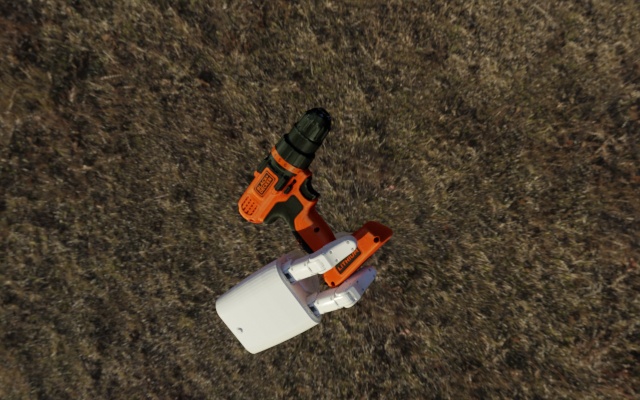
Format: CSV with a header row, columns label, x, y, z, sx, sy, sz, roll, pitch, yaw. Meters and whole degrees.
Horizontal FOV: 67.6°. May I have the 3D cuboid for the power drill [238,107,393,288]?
label,x,y,z,sx,sy,sz,roll,pitch,yaw
power drill,0.000,0.003,0.609,0.184,0.187,0.057,-51,-15,27
